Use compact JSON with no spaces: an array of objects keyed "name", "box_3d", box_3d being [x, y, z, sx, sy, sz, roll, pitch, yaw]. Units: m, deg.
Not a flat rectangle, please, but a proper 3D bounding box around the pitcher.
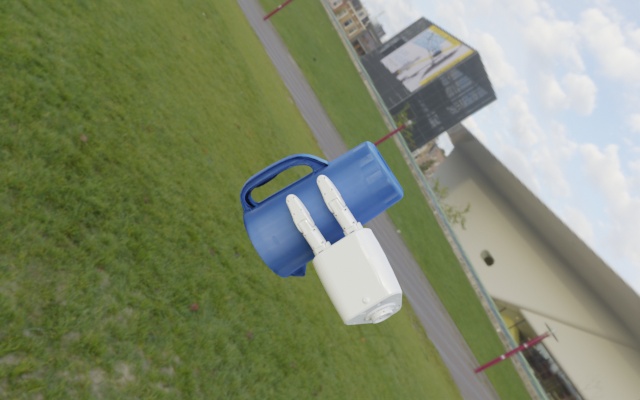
[{"name":"pitcher","box_3d":[0.000,0.003,0.771,0.243,0.145,0.149,-32,-31,10]}]
